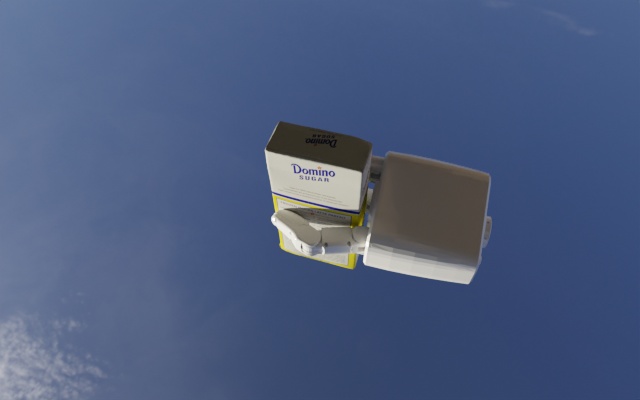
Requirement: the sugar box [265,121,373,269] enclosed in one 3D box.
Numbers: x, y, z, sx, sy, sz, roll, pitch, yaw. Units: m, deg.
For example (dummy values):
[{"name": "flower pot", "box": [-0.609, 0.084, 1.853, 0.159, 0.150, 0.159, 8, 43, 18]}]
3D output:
[{"name": "sugar box", "box": [0.000, 0.001, 0.493, 0.093, 0.048, 0.176, 14, -37, 10]}]
